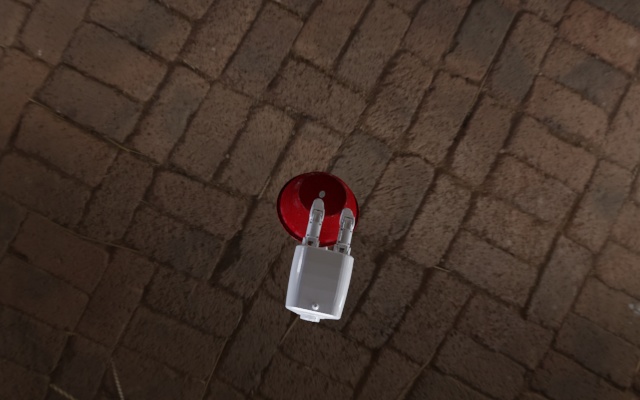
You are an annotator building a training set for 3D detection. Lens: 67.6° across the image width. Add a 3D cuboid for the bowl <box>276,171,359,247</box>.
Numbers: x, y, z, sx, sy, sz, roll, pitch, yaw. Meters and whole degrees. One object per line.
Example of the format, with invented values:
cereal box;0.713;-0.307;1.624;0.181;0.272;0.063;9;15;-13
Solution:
bowl;0.000;0.002;0.894;0.162;0.162;0.055;0;-29;-11
